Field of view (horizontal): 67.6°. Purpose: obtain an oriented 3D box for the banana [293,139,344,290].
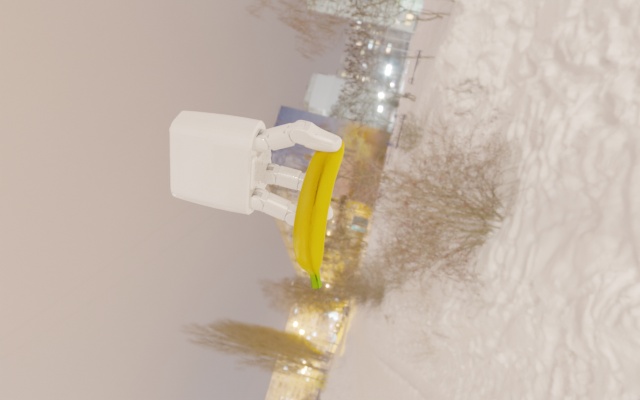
[{"bbox_3d":[-0.002,-0.003,0.552,0.037,0.197,0.070,7,-24,10],"label":"banana"}]
